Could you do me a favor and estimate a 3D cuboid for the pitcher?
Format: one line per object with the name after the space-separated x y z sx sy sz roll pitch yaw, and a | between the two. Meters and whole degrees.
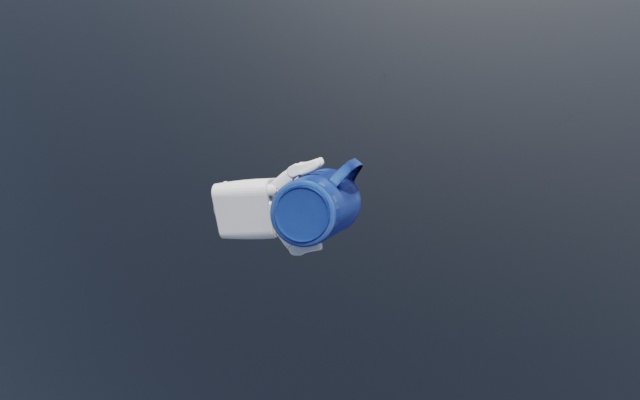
0.000 0.003 0.858 0.145 0.149 0.243 -3 4 11 | pitcher
